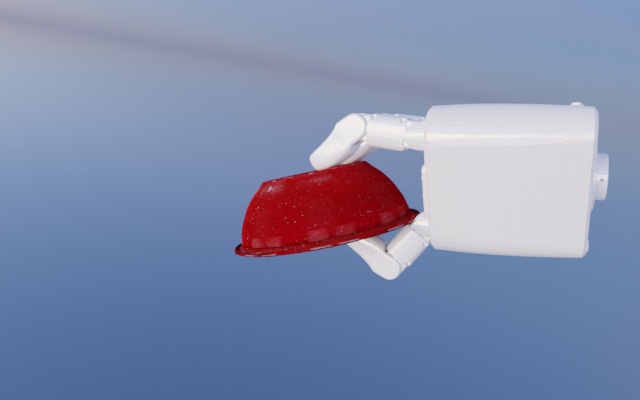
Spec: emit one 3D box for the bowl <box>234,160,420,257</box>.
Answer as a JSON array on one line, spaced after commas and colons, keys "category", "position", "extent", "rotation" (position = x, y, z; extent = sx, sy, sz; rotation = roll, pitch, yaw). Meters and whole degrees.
[{"category": "bowl", "position": [-0.001, 0.001, 0.412], "extent": [0.162, 0.055, 0.162], "rotation": [-12, 4, 1]}]
